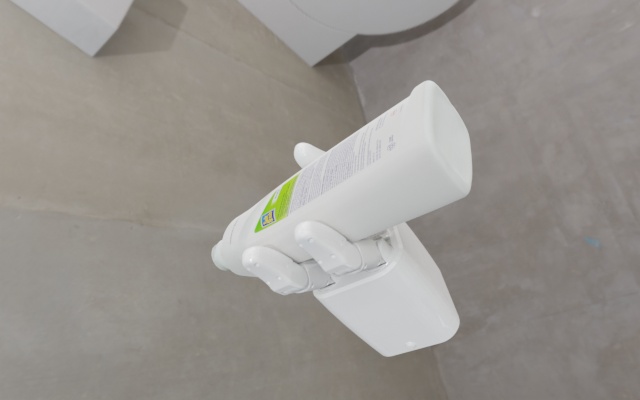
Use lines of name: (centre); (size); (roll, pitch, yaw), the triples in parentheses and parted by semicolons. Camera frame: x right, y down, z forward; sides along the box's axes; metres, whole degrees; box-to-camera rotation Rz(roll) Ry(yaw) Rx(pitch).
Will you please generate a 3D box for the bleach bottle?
bleach bottle: (0.000, 0.001, 0.409); (0.251, 0.068, 0.102); (-27, 27, 32)
